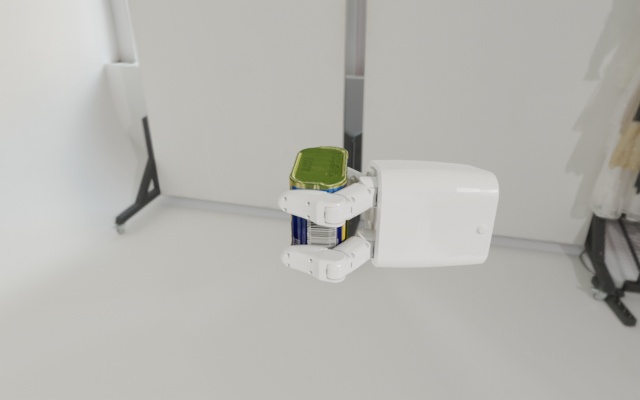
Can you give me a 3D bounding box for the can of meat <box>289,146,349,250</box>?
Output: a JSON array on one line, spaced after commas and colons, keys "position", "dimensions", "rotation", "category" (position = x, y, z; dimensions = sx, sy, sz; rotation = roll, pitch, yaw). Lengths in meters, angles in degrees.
[{"position": [0.000, 0.001, 0.471], "dimensions": [0.057, 0.084, 0.102], "rotation": [2, 26, 3], "category": "can of meat"}]
